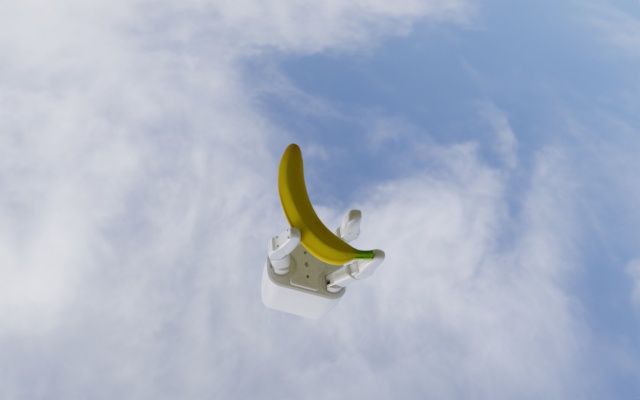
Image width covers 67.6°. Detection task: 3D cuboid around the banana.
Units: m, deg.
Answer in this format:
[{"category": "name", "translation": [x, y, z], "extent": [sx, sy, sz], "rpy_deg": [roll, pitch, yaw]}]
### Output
[{"category": "banana", "translation": [-0.014, 0.011, 0.616], "extent": [0.069, 0.197, 0.037], "rpy_deg": [-23, -24, -24]}]
